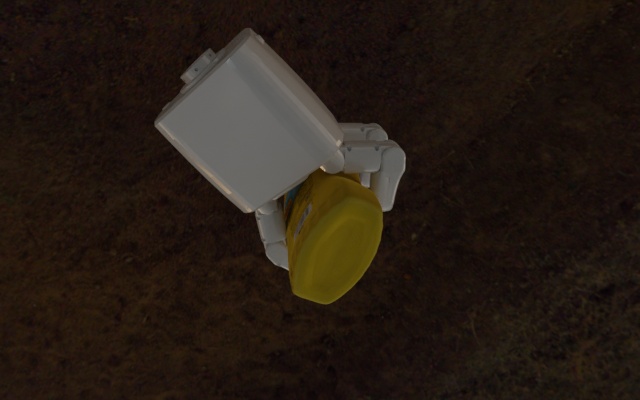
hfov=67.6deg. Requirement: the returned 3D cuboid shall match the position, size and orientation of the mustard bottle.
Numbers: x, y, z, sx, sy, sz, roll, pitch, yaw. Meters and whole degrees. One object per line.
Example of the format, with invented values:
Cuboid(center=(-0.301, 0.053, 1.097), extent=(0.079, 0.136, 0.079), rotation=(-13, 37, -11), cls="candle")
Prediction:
Cuboid(center=(0.000, 0.002, 0.438), extent=(0.058, 0.096, 0.191), rotation=(20, 20, -17), cls="mustard bottle")
